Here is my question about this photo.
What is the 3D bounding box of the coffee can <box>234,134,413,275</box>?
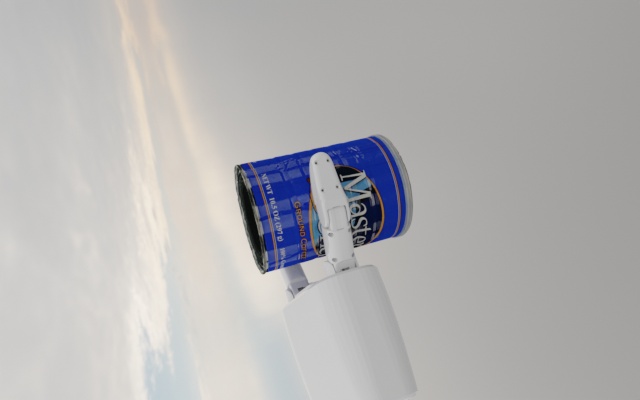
[{"bbox_3d":[0.000,0.001,0.449,0.140,0.103,0.103,-14,4,-15],"label":"coffee can"}]
